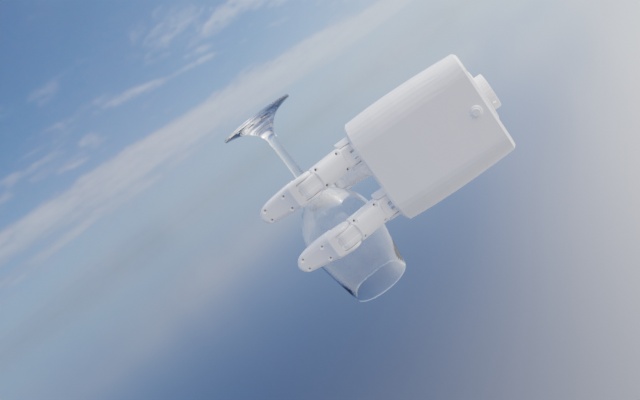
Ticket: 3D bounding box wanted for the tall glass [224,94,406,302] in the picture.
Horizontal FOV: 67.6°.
[{"bbox_3d":[0.000,0.001,0.459,0.079,0.201,0.079,-36,9,6],"label":"tall glass"}]
